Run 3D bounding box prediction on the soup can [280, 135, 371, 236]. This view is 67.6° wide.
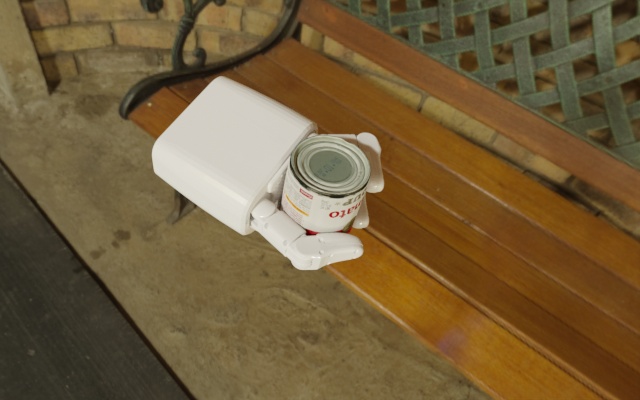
[{"bbox_3d":[0.000,0.002,0.417,0.068,0.068,0.102,0,-38,-13],"label":"soup can"}]
